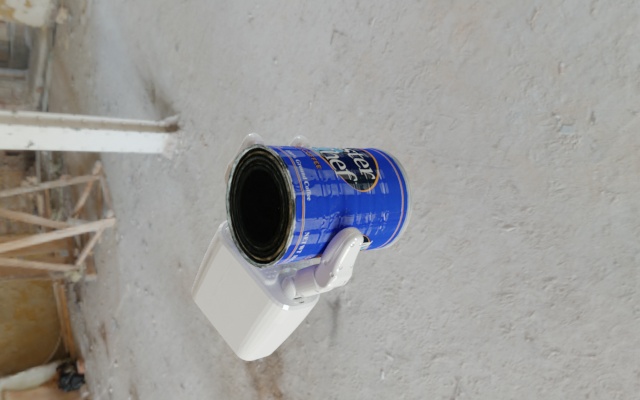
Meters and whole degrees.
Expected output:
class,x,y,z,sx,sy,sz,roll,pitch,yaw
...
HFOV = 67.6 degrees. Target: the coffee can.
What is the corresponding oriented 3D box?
class,x,y,z,sx,sy,sz,roll,pitch,yaw
coffee can,0.000,0.001,0.437,0.140,0.103,0.103,-3,2,-40
